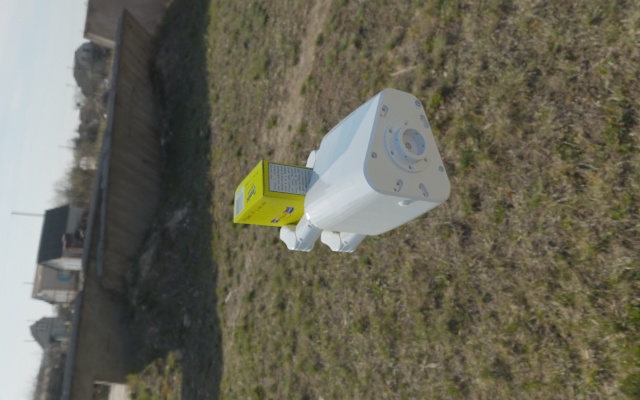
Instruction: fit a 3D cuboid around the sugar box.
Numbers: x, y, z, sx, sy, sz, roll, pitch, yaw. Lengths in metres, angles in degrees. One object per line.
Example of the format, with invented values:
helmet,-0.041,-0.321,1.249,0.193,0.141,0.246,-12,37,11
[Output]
sugar box,0.000,0.002,0.539,0.176,0.048,0.093,9,-23,-26
